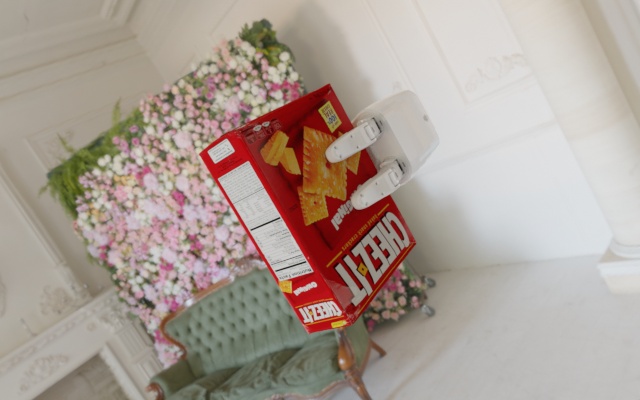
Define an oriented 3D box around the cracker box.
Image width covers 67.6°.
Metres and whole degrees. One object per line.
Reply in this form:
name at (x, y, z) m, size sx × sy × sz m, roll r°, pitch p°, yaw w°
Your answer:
cracker box at (0.000, 0.002, 0.506) m, size 0.072 × 0.214 × 0.164 m, roll -23°, pitch 10°, yaw 42°
